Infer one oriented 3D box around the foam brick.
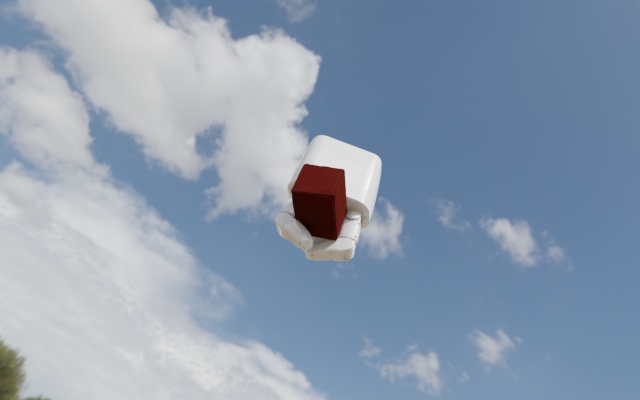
[{"bbox_3d":[0.000,0.002,0.579,0.053,0.078,0.051,10,47,14],"label":"foam brick"}]
